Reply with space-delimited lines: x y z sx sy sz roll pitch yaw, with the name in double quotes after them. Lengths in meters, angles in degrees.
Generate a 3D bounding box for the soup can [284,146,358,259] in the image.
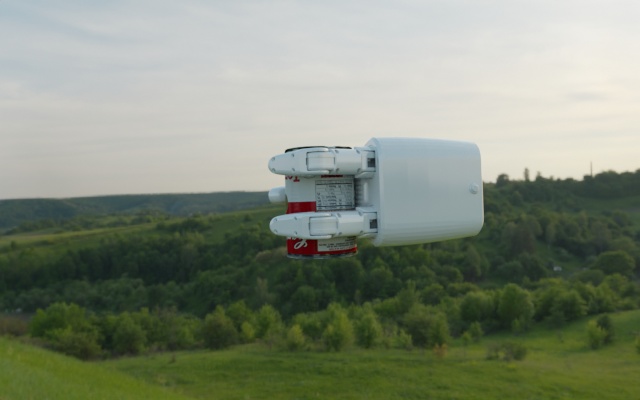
0.000 0.001 0.458 0.068 0.102 0.068 -2 1 0 "soup can"
